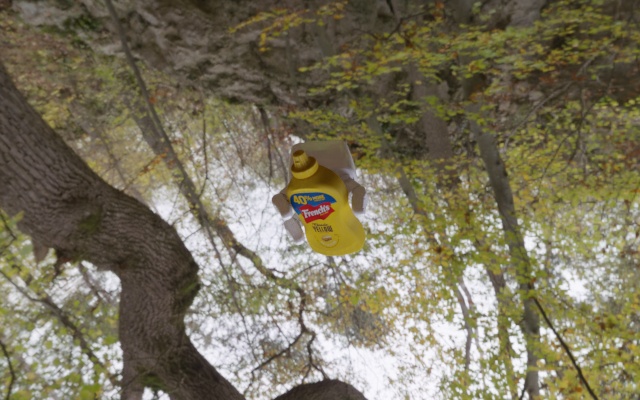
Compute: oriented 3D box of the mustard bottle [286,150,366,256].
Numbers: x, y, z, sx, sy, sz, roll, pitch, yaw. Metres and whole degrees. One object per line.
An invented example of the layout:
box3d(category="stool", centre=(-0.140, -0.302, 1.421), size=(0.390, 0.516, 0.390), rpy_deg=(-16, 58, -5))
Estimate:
box3d(category="mustard bottle", centre=(0.000, 0.003, 0.748), size=(0.096, 0.192, 0.058), rpy_deg=(-2, 39, 29))
